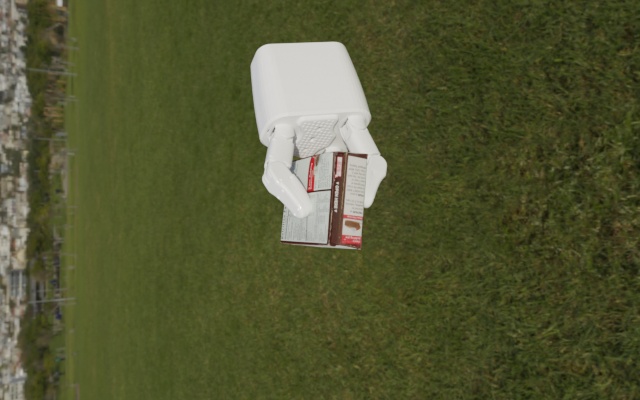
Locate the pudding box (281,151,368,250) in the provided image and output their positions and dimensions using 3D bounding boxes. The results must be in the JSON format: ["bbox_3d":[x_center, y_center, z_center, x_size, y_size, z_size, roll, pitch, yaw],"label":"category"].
[{"bbox_3d":[0.000,0.001,0.475,0.039,0.090,0.113,6,-5,-26],"label":"pudding box"}]
